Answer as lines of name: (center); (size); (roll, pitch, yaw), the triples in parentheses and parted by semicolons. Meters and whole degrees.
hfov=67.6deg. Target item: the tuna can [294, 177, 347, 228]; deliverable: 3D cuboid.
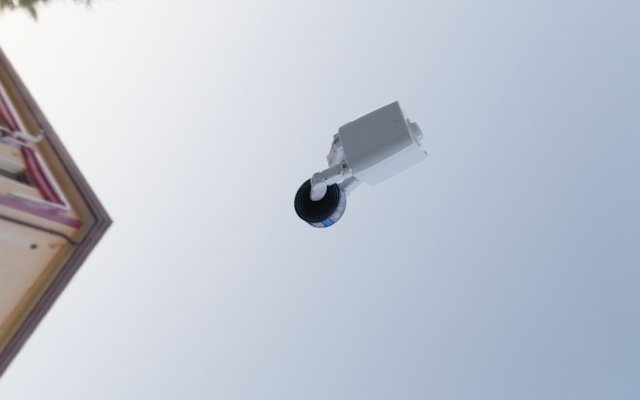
tuna can: (0.000, 0.003, 0.808); (0.086, 0.086, 0.034); (0, -21, 28)
